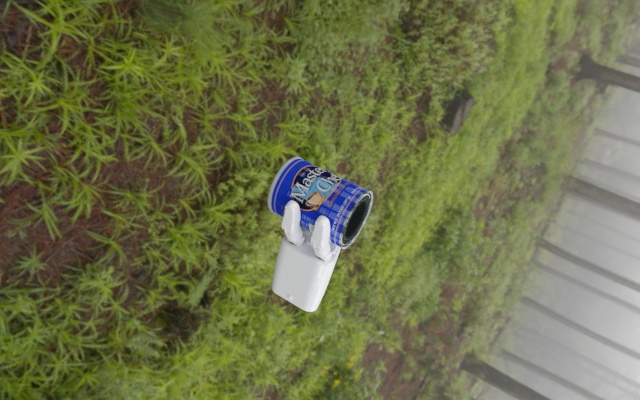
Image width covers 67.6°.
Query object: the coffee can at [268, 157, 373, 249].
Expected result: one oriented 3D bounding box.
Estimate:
[{"bbox_3d":[0.000,0.002,0.780,0.140,0.103,0.103,27,10,20],"label":"coffee can"}]
